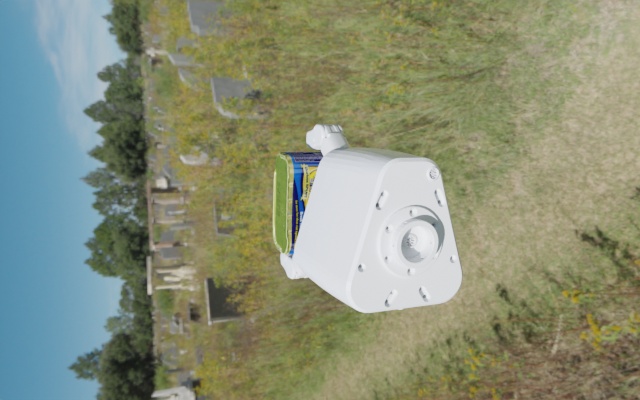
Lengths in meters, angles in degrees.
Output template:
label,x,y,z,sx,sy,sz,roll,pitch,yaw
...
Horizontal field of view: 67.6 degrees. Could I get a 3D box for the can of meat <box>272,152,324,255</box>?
label,x,y,z,sx,sy,sz,roll,pitch,yaw
can of meat,0.000,0.001,0.469,0.084,0.102,0.057,-2,12,-20
